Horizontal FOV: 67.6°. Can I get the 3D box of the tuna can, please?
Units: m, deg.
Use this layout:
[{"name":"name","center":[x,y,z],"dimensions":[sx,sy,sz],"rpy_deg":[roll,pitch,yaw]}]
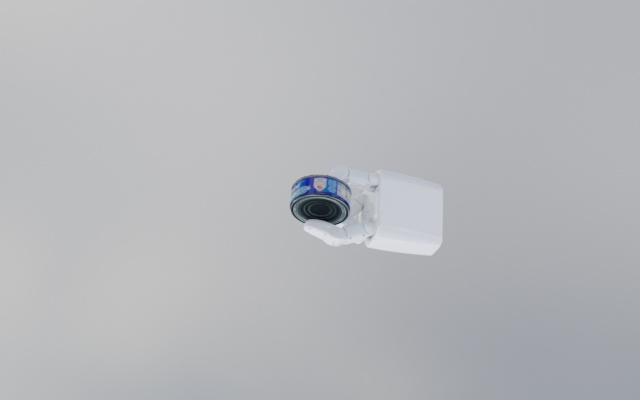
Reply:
[{"name":"tuna can","center":[0.000,0.003,0.668],"dimensions":[0.086,0.033,0.086],"rpy_deg":[3,-34,2]}]
